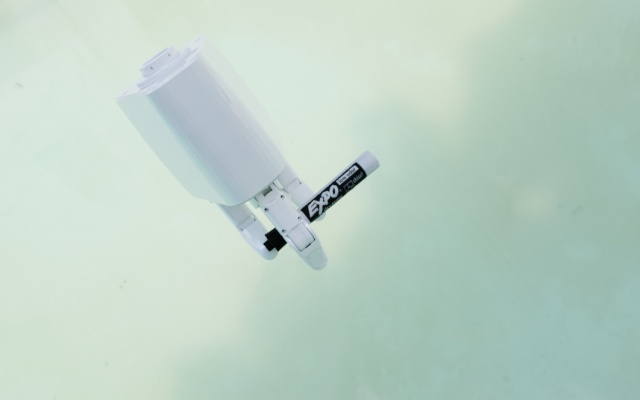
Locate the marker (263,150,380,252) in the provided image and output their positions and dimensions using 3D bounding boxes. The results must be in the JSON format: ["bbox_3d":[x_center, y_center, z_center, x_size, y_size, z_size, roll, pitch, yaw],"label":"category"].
[{"bbox_3d":[0.000,0.001,0.409,0.121,0.020,0.020,-40,6,-8],"label":"marker"}]
